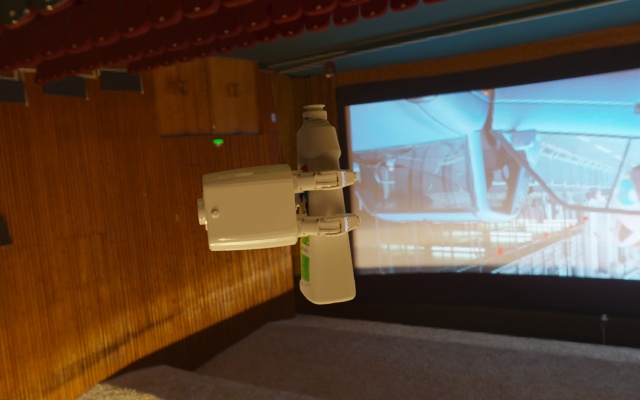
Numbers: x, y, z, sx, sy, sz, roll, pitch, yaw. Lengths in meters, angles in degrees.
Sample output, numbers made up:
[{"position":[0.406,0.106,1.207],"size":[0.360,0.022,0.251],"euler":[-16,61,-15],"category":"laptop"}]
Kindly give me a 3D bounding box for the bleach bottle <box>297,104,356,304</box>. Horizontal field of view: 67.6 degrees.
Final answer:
[{"position":[0.000,0.002,0.635],"size":[0.068,0.251,0.102],"euler":[-6,4,-12],"category":"bleach bottle"}]
